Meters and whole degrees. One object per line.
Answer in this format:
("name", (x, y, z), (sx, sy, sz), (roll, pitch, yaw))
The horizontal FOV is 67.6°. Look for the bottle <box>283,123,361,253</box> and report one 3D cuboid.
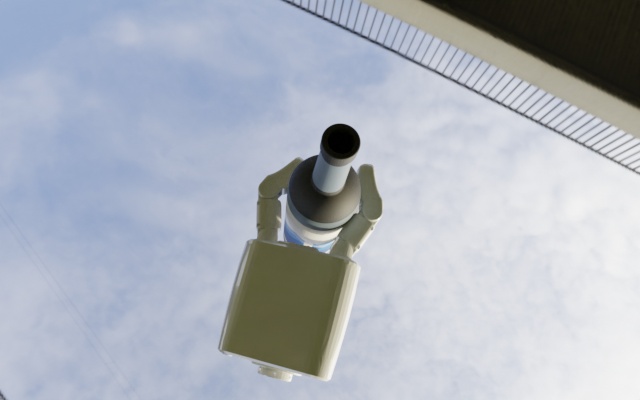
("bottle", (0.000, 0.002, 0.466), (0.069, 0.069, 0.296), (0, -17, -6))
